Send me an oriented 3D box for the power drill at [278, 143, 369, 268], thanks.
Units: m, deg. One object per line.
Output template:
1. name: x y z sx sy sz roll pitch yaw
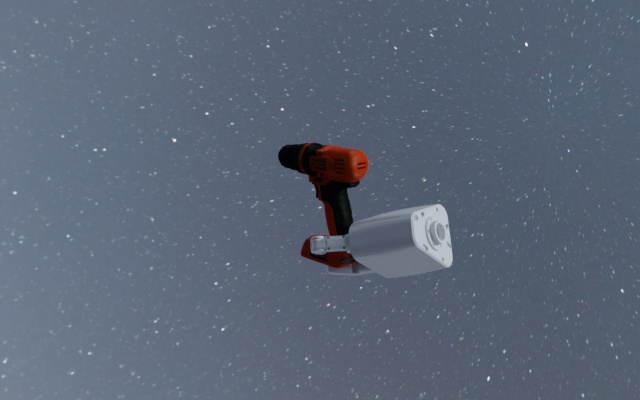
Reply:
1. power drill: 0.000 0.003 0.759 0.057 0.188 0.184 -17 19 -38
